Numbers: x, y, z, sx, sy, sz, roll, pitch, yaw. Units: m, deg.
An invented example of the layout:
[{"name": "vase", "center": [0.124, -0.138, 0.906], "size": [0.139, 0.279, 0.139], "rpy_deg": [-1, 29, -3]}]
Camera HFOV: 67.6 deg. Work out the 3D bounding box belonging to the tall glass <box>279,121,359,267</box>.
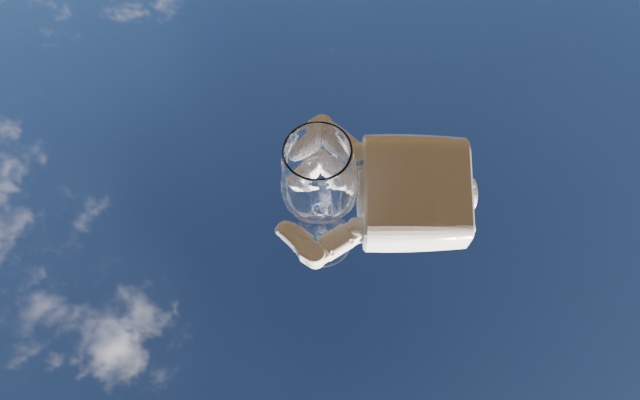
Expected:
[{"name": "tall glass", "center": [0.000, 0.002, 0.500], "size": [0.079, 0.079, 0.201], "rpy_deg": [0, -27, 2]}]
